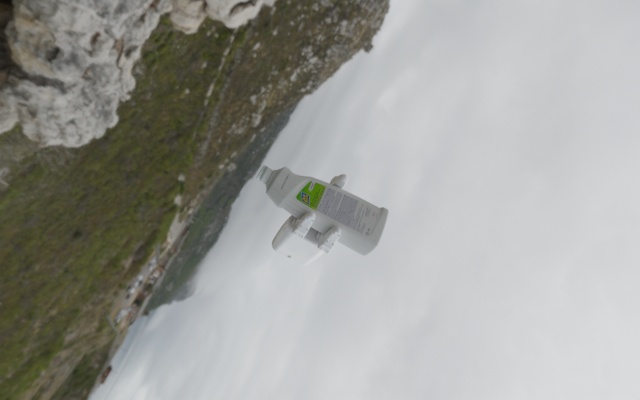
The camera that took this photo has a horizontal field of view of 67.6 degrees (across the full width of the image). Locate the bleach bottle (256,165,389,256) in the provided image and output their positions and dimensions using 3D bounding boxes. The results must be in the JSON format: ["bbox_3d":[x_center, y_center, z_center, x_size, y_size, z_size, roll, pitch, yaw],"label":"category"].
[{"bbox_3d":[0.000,0.003,0.890,0.251,0.102,0.068,30,-36,-9],"label":"bleach bottle"}]
